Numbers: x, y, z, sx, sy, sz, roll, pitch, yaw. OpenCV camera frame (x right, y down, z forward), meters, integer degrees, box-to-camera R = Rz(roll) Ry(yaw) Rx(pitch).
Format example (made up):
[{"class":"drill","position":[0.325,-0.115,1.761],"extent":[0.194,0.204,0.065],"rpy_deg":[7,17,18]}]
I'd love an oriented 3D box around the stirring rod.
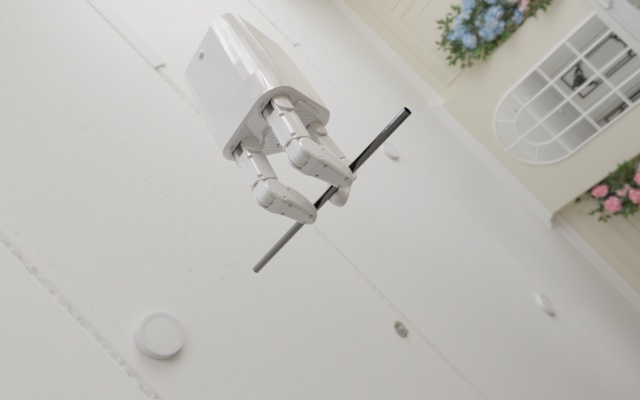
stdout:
[{"class":"stirring rod","position":[0.000,0.001,0.445],"extent":[0.011,0.011,0.240],"rpy_deg":[0,-37,-46]}]
